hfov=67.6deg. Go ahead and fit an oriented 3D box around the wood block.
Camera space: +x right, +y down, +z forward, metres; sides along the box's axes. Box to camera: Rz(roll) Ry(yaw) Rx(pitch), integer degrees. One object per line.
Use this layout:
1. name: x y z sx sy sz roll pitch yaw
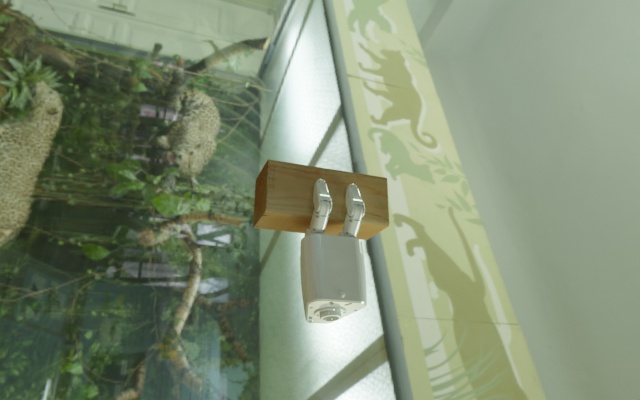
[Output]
1. wood block: 0.000 0.003 0.794 0.206 0.090 0.091 8 -23 -19
